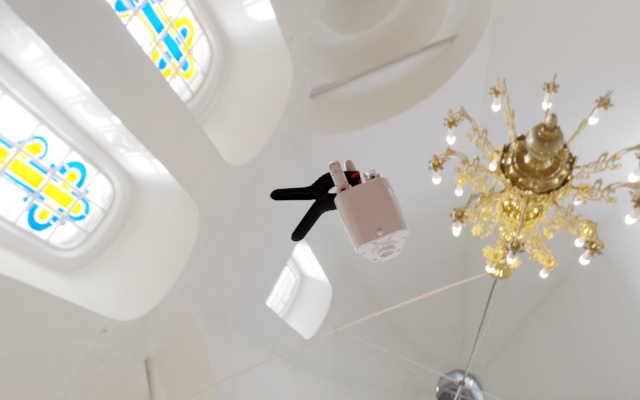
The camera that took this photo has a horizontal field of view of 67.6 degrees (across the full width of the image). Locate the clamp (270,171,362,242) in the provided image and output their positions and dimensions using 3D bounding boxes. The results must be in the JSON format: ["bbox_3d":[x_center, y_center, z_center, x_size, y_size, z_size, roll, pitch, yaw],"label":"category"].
[{"bbox_3d":[0.000,0.003,0.862,0.171,0.120,0.039,-21,-30,3],"label":"clamp"}]
